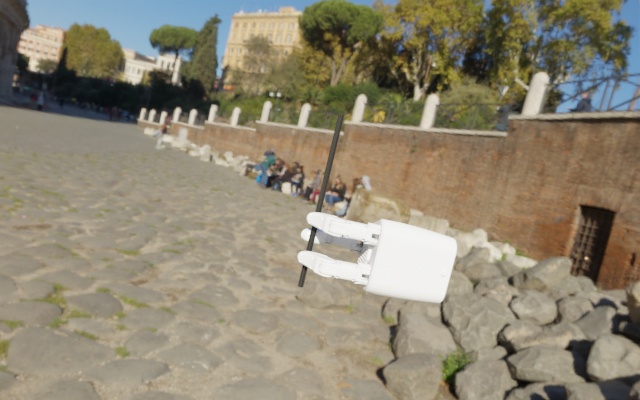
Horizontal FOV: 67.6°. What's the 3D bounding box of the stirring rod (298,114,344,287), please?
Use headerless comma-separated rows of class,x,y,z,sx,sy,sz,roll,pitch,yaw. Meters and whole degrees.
stirring rod,0.000,0.002,0.648,0.011,0.239,0.011,13,5,-1
